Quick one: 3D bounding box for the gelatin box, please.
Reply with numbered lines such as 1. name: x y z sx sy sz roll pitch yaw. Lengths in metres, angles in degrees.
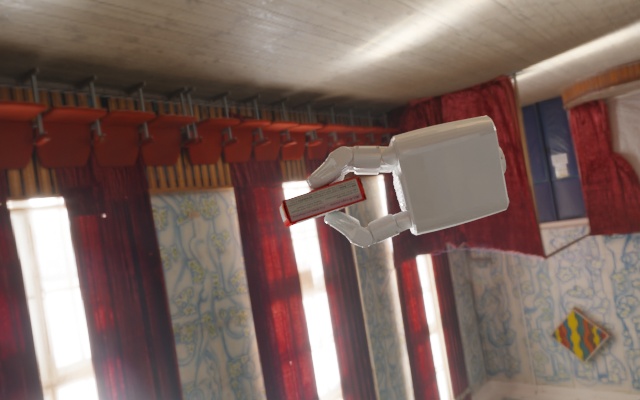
1. gelatin box: 0.000 0.002 0.537 0.089 0.030 0.073 -19 -2 -9
